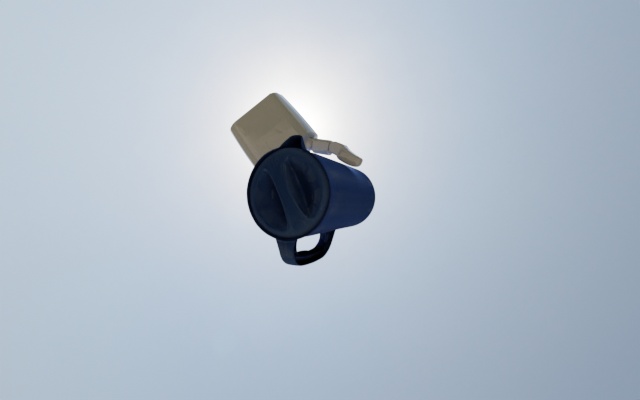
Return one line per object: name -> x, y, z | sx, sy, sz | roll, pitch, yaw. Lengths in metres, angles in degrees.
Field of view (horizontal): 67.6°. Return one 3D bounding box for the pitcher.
pitcher -> 0.000, 0.002, 0.765 | 0.149, 0.145, 0.243 | -46, -19, 17
